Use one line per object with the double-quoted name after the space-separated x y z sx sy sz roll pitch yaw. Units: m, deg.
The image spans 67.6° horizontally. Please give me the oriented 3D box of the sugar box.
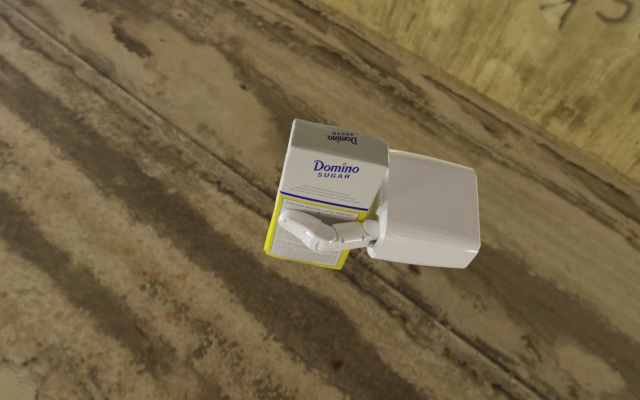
0.000 0.001 0.495 0.093 0.048 0.176 12 -44 -7 "sugar box"
